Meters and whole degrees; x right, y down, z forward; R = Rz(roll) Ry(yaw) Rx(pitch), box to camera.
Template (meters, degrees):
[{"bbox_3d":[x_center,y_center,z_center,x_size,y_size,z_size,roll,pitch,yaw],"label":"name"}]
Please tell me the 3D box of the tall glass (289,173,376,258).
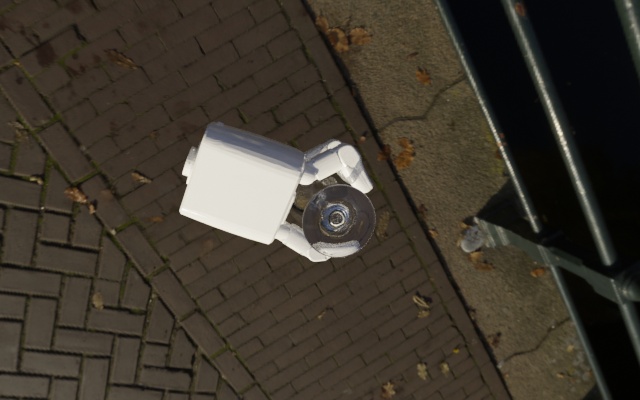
[{"bbox_3d":[0.000,0.002,0.566,0.079,0.079,0.201,0,11,-11],"label":"tall glass"}]
